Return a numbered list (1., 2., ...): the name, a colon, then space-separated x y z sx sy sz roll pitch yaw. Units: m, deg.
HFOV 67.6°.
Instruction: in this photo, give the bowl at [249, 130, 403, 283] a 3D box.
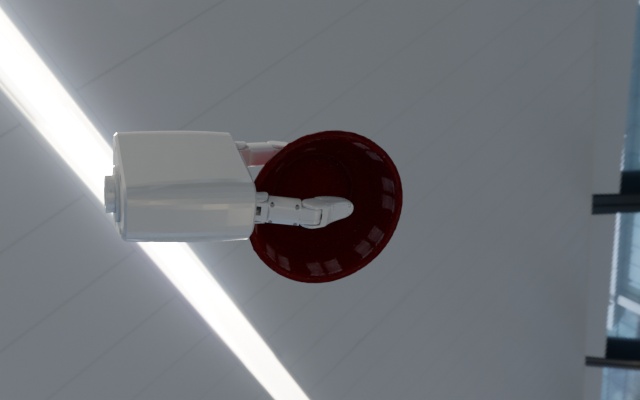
1. bowl: 0.001 0.002 0.490 0.162 0.162 0.055 0 22 -18
